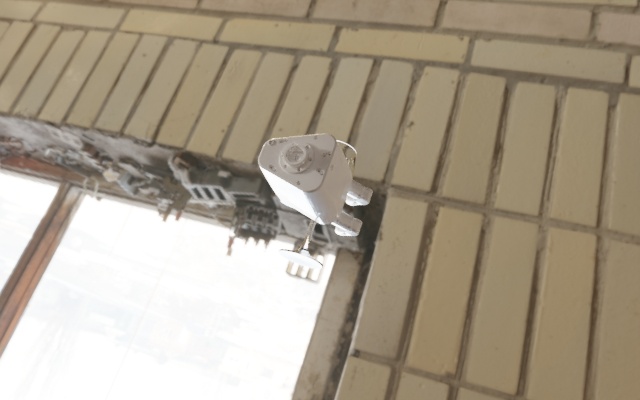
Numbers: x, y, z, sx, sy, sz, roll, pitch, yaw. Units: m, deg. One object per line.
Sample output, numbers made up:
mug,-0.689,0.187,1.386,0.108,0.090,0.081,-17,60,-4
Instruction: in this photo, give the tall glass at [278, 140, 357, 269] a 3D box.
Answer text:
tall glass,0.000,0.003,0.769,0.079,0.201,0.079,17,-20,6
